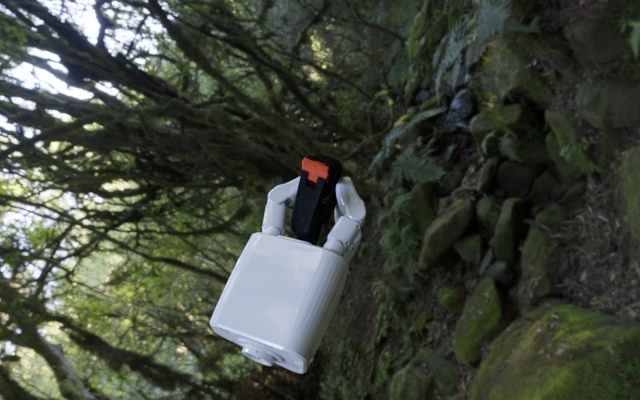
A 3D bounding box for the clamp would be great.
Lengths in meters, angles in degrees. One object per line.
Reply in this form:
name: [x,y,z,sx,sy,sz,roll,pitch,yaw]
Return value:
clamp: [-0.001,0.001,0.555,0.036,0.164,0.210,22,-28,10]
